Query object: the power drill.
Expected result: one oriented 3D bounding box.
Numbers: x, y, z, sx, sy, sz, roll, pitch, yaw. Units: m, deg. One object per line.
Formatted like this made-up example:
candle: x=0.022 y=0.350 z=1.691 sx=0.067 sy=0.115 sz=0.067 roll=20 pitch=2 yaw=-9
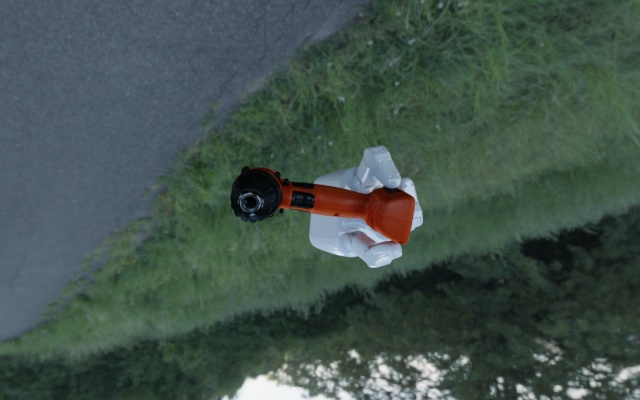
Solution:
power drill: x=0.001 y=0.002 z=0.509 sx=0.187 sy=0.057 sz=0.184 roll=11 pitch=8 yaw=-5
